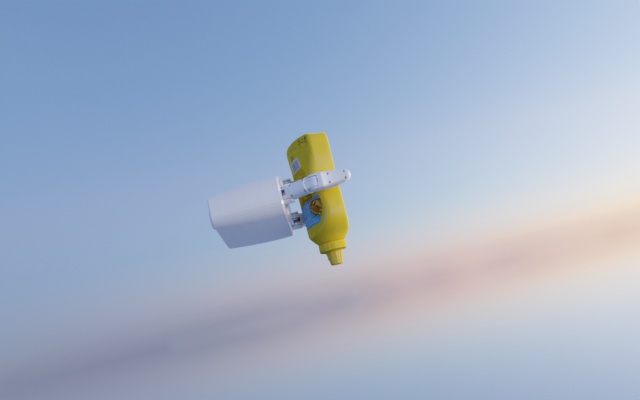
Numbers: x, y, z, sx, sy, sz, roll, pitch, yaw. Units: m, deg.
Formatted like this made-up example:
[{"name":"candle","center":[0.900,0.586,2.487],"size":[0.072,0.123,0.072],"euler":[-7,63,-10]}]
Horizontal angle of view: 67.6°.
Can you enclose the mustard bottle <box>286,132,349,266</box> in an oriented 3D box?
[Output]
[{"name":"mustard bottle","center":[0.000,0.002,0.712],"size":[0.058,0.191,0.096],"euler":[-9,-14,-25]}]
